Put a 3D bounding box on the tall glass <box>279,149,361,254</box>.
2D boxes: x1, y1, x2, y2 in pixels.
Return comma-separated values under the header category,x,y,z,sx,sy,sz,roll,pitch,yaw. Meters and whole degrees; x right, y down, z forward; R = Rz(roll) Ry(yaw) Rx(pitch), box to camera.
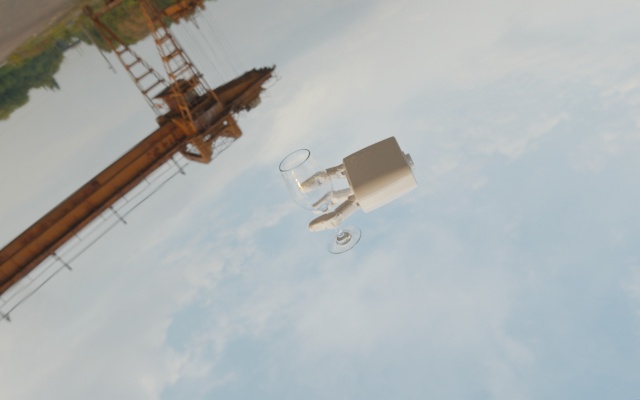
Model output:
category,x,y,z,sx,sy,sz,roll,pitch,yaw
tall glass,0.000,0.003,0.875,0.079,0.201,0.079,-23,31,15
